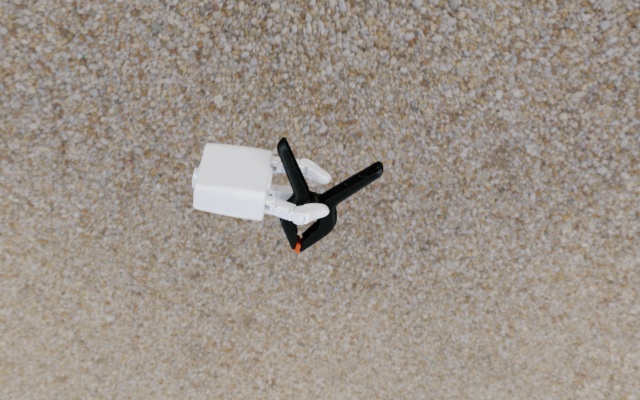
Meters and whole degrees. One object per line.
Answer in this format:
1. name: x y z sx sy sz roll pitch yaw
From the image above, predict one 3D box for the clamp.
1. clamp: 0.000 0.003 0.758 0.164 0.210 0.036 8 37 -8
